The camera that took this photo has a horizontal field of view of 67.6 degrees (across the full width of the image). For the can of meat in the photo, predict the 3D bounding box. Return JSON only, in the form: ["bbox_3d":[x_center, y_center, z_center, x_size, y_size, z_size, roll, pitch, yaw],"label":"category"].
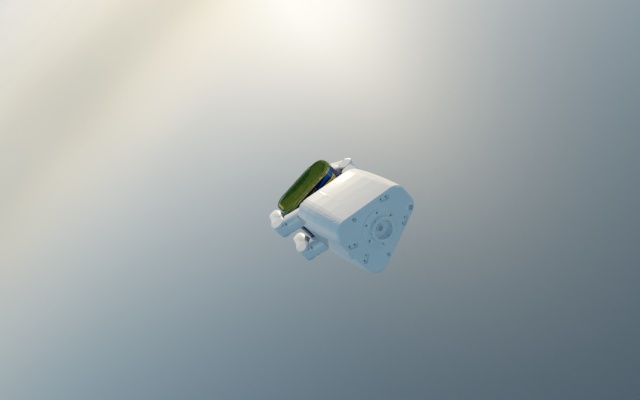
[{"bbox_3d":[0.000,0.002,0.704,0.084,0.102,0.057,44,-5,-28],"label":"can of meat"}]
